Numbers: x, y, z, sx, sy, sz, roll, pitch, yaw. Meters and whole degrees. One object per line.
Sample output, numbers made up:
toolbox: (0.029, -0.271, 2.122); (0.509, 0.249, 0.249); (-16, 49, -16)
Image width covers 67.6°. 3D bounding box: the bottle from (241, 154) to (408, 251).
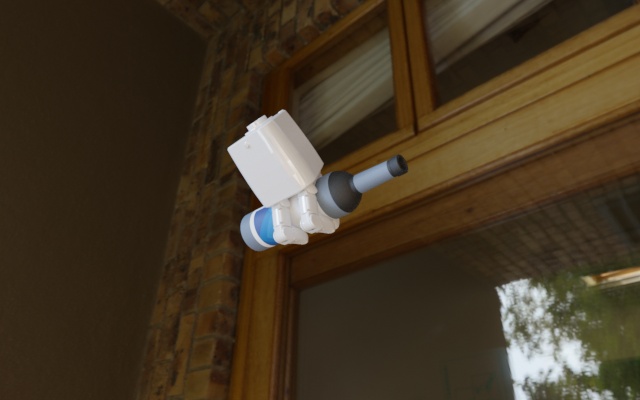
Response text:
bottle: (0.000, 0.003, 0.718); (0.296, 0.069, 0.069); (-25, -15, 35)
